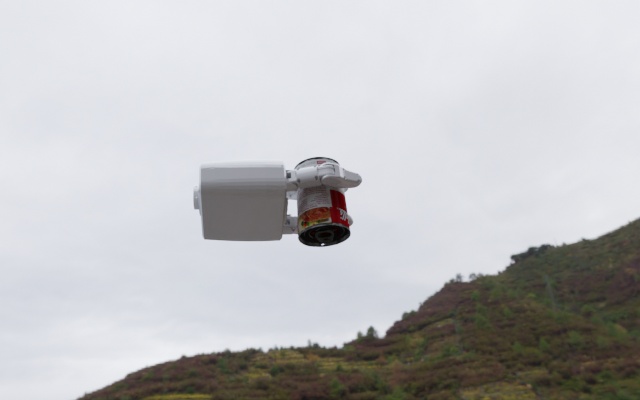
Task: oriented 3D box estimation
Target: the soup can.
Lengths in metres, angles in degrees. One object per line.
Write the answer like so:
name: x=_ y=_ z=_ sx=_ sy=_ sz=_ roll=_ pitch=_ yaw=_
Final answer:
soup can: x=0.001 y=0.002 z=0.633 sx=0.068 sy=0.102 sz=0.068 roll=-5 pitch=-28 yaw=-3
